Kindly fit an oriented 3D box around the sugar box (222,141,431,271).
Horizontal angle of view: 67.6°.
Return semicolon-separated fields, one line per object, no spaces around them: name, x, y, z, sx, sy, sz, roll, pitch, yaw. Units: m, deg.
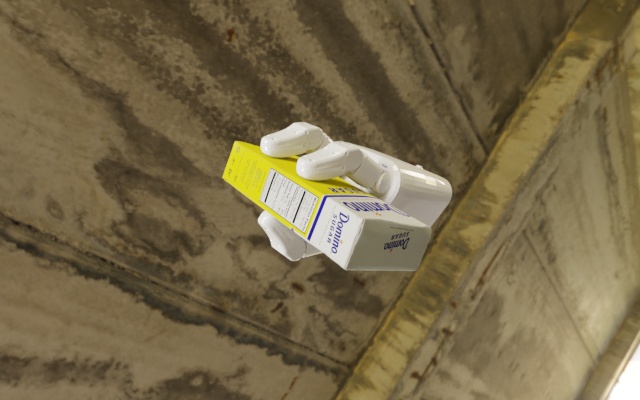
sugar box;0.000;0.001;0.413;0.093;0.048;0.176;9;14;-46
